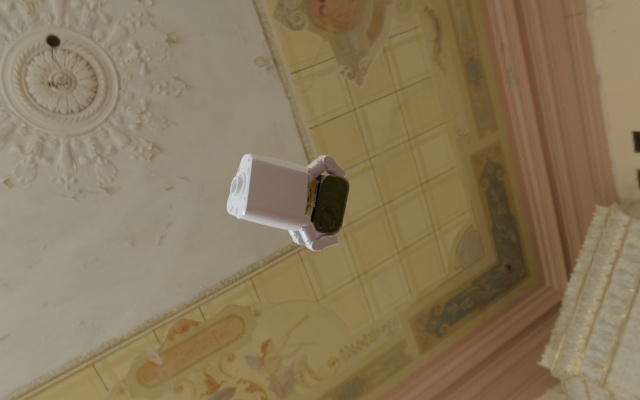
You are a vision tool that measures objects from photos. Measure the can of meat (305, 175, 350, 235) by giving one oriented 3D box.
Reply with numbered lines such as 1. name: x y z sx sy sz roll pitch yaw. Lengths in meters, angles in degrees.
1. can of meat: 0.000 0.003 0.855 0.057 0.102 0.084 10 2 -29
